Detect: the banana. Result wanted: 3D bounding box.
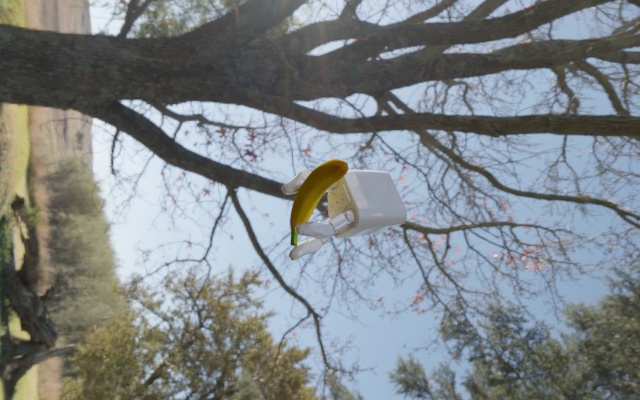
[{"bbox_3d":[-0.007,-0.010,0.752,0.037,0.069,0.198,2,-40,-28],"label":"banana"}]
